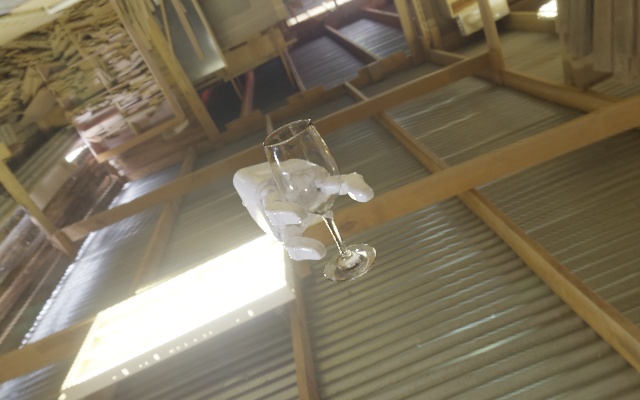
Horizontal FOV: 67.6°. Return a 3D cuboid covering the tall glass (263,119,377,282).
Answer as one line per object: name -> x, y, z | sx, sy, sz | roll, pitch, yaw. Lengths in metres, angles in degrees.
tall glass -> 0.000, 0.002, 0.591 | 0.079, 0.201, 0.079 | -21, 26, 11
